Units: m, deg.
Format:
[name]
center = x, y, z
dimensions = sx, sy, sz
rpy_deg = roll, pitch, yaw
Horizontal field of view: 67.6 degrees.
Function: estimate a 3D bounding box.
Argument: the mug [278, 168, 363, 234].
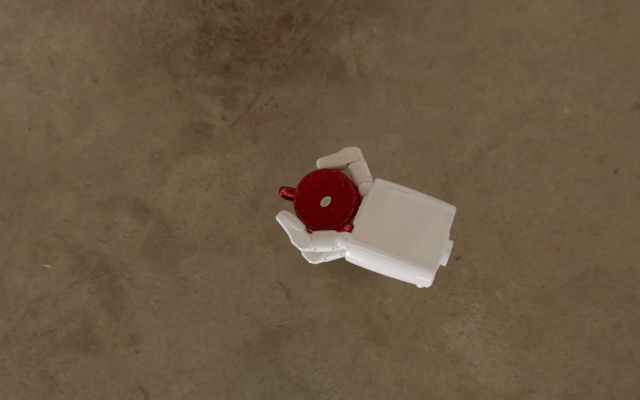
[mug]
center = -0.001, 0.001, 0.627
dimensions = 0.117, 0.093, 0.081
rpy_deg = 18, -7, 12
